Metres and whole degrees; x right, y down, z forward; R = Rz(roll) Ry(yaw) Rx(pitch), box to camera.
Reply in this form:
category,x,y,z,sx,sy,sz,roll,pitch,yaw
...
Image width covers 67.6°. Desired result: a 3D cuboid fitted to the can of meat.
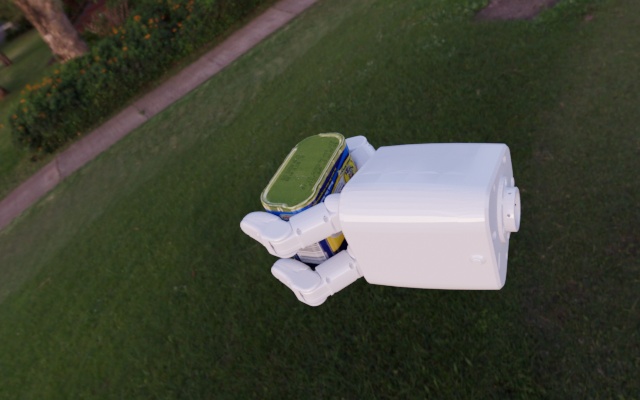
category,x,y,z,sx,sy,sz,roll,pitch,yaw
can of meat,0.000,0.001,0.428,0.057,0.084,0.102,2,45,31
